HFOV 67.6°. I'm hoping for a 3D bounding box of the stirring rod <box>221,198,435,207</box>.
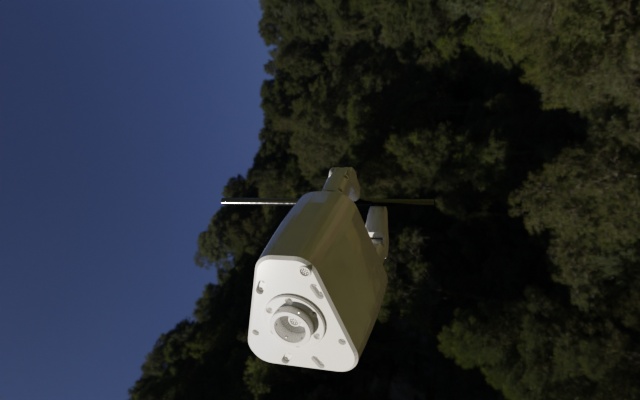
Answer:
[{"bbox_3d":[0.000,0.002,0.516,0.239,0.011,0.011,0,0,19],"label":"stirring rod"}]
